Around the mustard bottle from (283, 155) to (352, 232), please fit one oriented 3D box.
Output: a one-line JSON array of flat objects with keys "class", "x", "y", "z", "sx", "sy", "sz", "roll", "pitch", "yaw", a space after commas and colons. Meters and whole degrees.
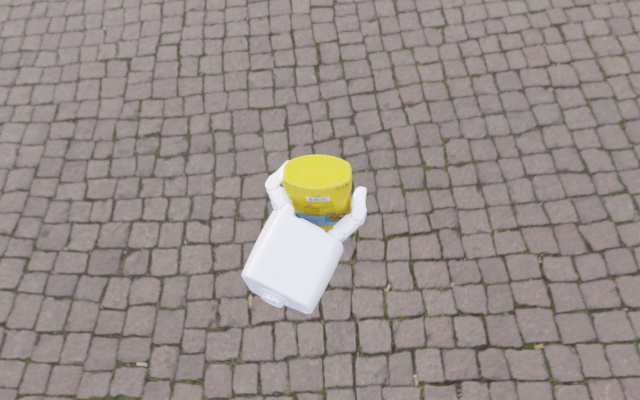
[{"class": "mustard bottle", "x": 0.000, "y": 0.002, "z": 0.737, "sx": 0.096, "sy": 0.058, "sz": 0.192, "roll": -1, "pitch": -27, "yaw": 3}]
